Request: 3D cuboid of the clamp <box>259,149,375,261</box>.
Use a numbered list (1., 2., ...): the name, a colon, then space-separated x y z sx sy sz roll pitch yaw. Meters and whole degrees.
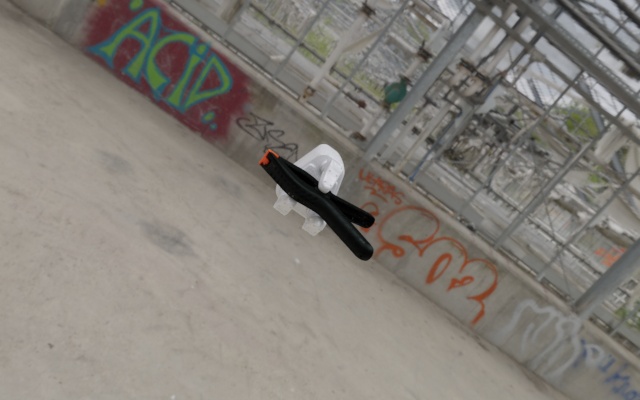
1. clamp: 0.000 0.001 0.696 0.210 0.036 0.164 36 15 -10
